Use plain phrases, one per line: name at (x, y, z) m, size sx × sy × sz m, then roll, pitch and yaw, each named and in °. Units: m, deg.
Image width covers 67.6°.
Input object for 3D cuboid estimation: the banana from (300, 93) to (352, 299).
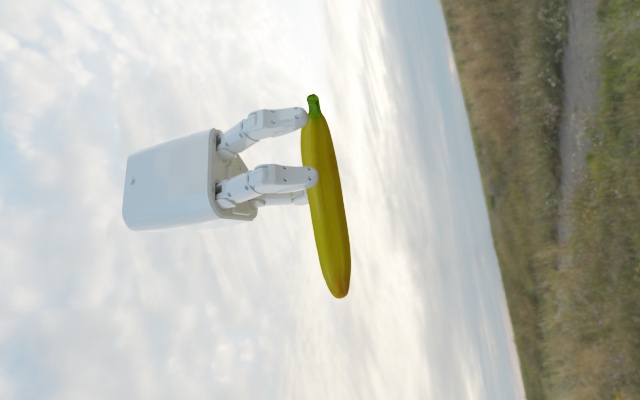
banana at (0.003, -0.003, 0.484) m, size 0.037 × 0.198 × 0.069 m, roll -10°, pitch 1°, yaw 11°
